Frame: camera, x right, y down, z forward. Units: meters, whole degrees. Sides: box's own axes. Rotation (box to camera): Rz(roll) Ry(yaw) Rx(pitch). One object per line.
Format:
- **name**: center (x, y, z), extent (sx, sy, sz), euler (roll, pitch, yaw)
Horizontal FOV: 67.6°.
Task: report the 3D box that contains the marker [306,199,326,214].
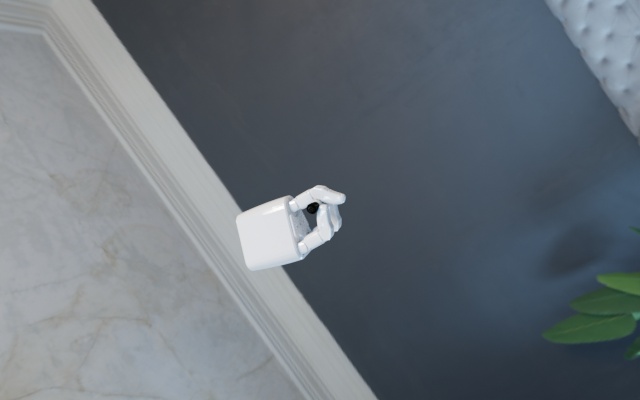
- **marker**: center (0.000, 0.003, 0.846), extent (0.020, 0.020, 0.121), euler (0, 12, 16)
